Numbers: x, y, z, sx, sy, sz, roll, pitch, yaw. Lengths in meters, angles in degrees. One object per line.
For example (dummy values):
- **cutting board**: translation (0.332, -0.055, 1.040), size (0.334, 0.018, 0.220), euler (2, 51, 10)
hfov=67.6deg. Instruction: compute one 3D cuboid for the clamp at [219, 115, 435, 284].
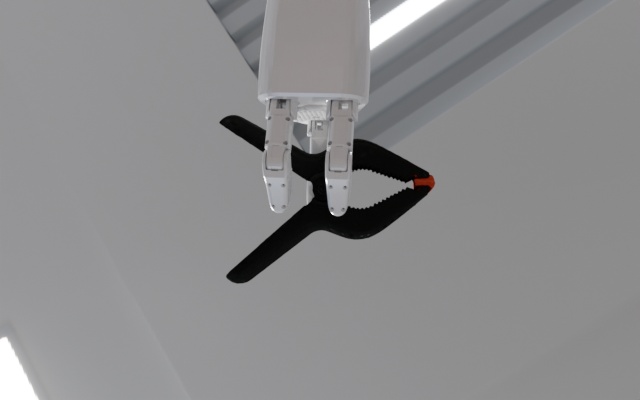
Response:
- **clamp**: translation (0.001, 0.001, 0.456), size (0.210, 0.164, 0.036), euler (3, -3, 8)
